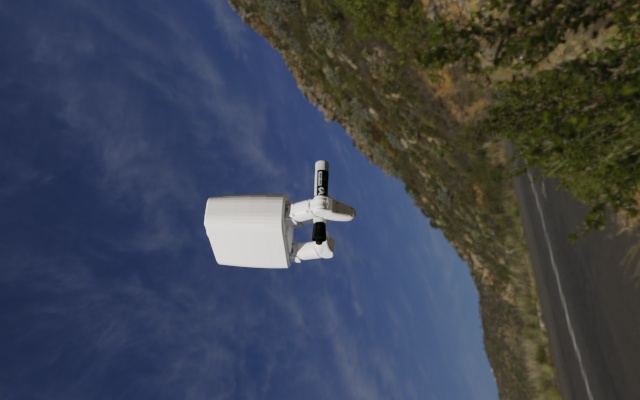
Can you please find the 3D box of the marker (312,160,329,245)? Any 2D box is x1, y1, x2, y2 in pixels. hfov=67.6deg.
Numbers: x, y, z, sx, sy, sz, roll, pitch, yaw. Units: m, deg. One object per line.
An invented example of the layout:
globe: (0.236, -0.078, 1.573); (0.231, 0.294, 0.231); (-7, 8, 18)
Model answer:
marker: (0.000, 0.002, 0.634); (0.020, 0.121, 0.020); (2, -28, 1)
